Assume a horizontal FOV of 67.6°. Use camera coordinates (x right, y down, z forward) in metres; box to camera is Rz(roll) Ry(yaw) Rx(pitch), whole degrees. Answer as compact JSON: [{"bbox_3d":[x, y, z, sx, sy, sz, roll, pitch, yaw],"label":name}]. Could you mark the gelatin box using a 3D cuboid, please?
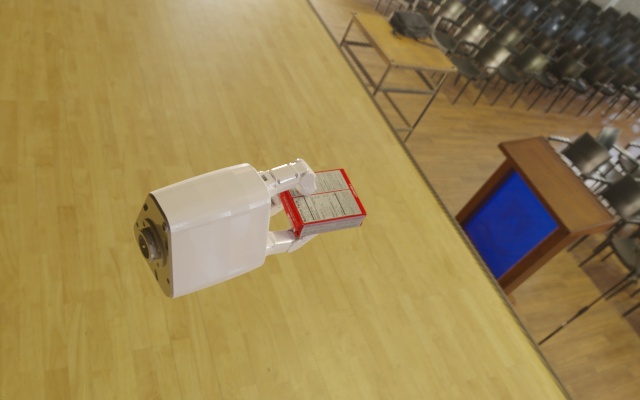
[{"bbox_3d":[0.001,0.002,0.569,0.089,0.073,0.030,-9,-35,-26],"label":"gelatin box"}]
